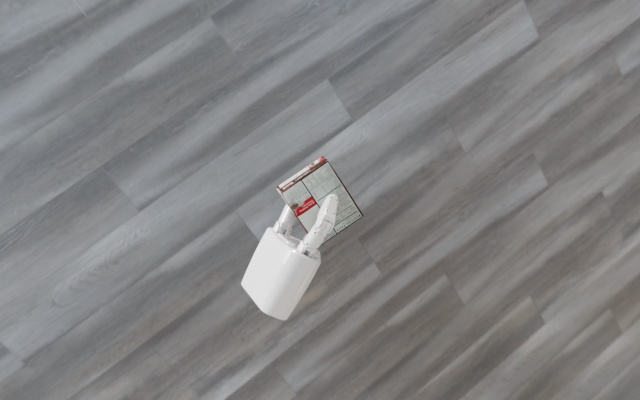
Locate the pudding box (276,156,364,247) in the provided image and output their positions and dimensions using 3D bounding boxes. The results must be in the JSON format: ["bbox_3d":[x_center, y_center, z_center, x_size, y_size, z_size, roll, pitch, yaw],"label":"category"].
[{"bbox_3d":[0.000,0.002,0.738,0.090,0.113,0.039,-35,21,-4],"label":"pudding box"}]
